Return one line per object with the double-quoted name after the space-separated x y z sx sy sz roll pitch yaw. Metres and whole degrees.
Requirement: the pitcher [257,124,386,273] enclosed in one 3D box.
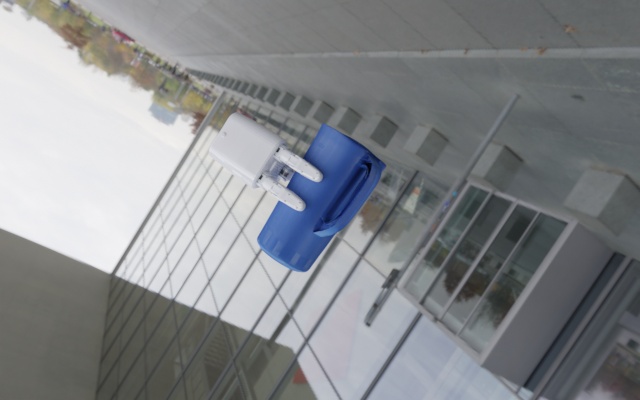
0.000 0.003 0.820 0.145 0.243 0.149 34 3 12 "pitcher"
